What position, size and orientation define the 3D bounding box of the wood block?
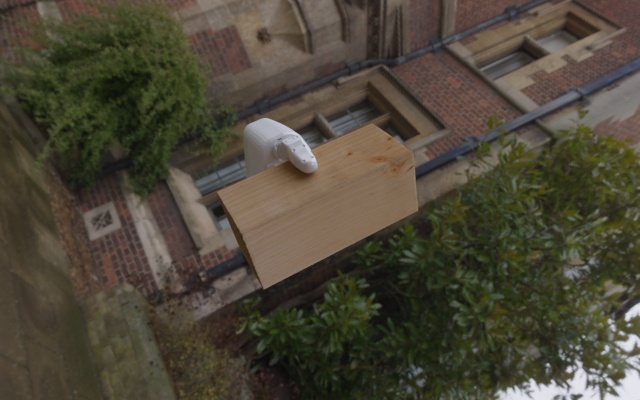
[{"bbox_3d":[0.000,0.001,0.554,0.206,0.091,0.090,-26,40,-14],"label":"wood block"}]
